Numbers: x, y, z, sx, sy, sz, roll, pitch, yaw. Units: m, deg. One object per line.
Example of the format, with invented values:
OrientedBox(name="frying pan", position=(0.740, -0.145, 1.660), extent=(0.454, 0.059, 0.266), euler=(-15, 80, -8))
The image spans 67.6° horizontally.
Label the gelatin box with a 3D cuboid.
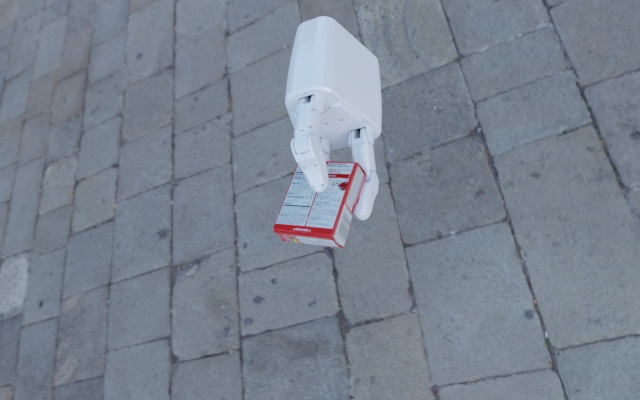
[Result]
OrientedBox(name="gelatin box", position=(0.000, 0.002, 0.494), extent=(0.073, 0.089, 0.030), euler=(4, -29, 31))
